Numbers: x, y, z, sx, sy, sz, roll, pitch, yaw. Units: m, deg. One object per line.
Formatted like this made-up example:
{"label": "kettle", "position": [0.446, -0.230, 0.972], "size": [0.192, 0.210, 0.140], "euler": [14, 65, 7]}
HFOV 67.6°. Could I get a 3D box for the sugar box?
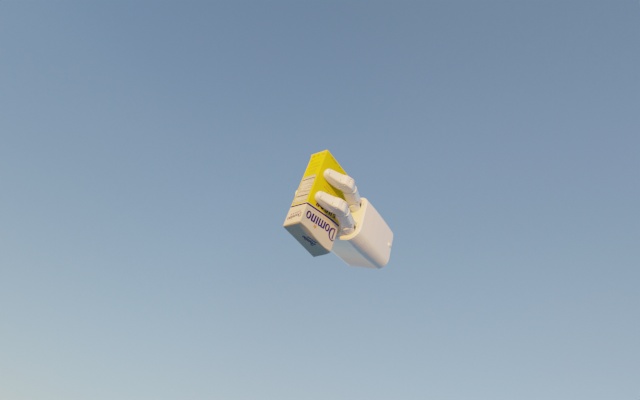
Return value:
{"label": "sugar box", "position": [0.001, 0.003, 0.857], "size": [0.048, 0.176, 0.093], "euler": [-17, -50, 34]}
